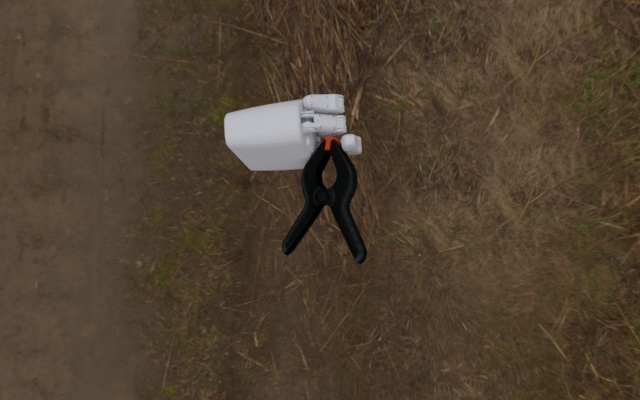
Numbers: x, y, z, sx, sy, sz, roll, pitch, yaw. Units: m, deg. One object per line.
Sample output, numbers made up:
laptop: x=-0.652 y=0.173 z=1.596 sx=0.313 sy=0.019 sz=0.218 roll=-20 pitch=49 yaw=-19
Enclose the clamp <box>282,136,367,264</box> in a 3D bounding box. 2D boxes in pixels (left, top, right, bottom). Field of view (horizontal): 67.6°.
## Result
clamp: x=0.000 y=0.002 z=0.646 sx=0.120 sy=0.171 sz=0.039 roll=-5 pitch=-7 yaw=16
